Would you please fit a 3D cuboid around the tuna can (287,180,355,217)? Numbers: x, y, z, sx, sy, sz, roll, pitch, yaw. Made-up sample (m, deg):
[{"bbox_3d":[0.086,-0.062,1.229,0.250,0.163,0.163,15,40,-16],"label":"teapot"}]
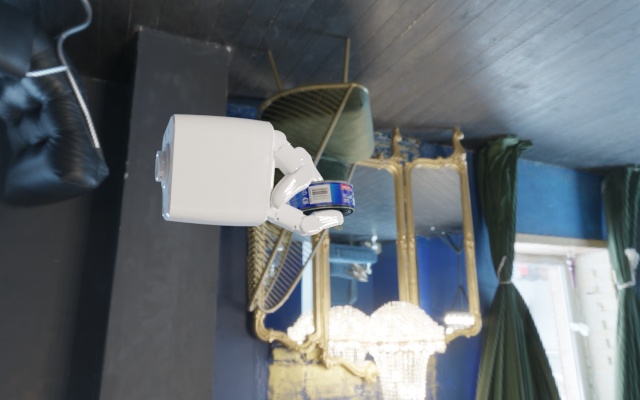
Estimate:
[{"bbox_3d":[0.000,0.003,0.600,0.086,0.033,0.086,-6,-13,-1],"label":"tuna can"}]
